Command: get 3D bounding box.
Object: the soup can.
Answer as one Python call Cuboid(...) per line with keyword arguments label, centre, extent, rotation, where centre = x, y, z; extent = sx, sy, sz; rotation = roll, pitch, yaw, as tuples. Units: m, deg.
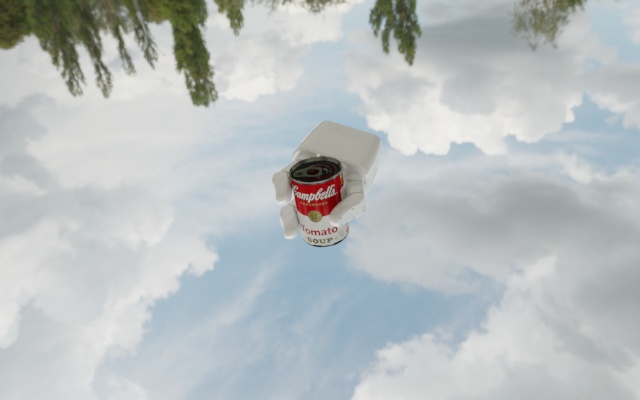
Cuboid(label="soup can", centre=(0.000, 0.003, 0.630), extent=(0.068, 0.102, 0.068), rotation=(-6, 32, 4))
